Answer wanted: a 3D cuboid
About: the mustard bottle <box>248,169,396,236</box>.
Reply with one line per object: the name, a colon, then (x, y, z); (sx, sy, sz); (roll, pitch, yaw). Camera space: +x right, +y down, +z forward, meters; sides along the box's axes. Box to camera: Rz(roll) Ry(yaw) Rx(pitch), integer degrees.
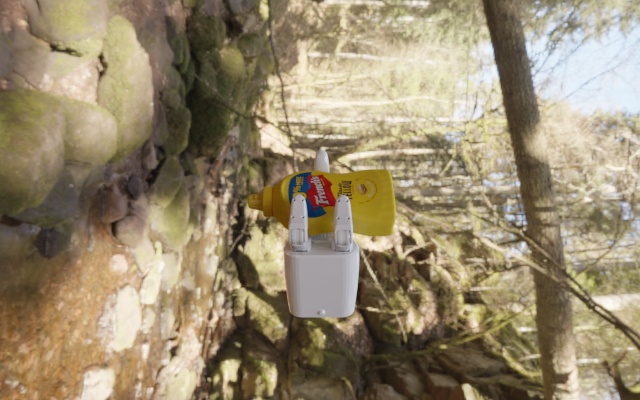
mustard bottle: (0.000, 0.002, 0.637); (0.191, 0.096, 0.058); (0, -38, 1)
